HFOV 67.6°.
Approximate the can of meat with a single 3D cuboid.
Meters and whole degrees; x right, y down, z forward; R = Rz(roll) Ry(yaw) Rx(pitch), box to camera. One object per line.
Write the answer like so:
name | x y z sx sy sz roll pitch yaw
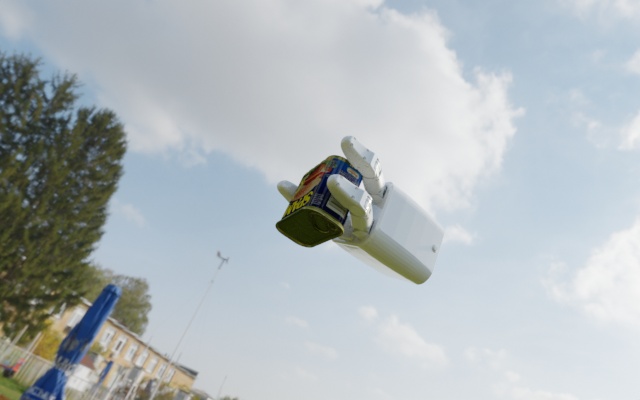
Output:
can of meat | 0.000 0.002 0.585 0.057 0.084 0.102 35 -30 -16
